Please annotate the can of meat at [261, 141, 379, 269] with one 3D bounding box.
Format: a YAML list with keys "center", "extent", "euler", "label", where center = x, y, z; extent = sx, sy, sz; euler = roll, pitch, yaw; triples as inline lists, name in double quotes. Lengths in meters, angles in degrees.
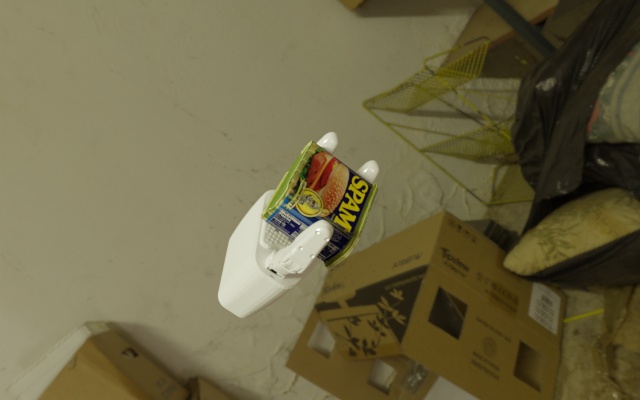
- center: [0.000, 0.001, 0.473]
  extent: [0.084, 0.102, 0.057]
  euler: [35, -42, -11]
  label: "can of meat"
